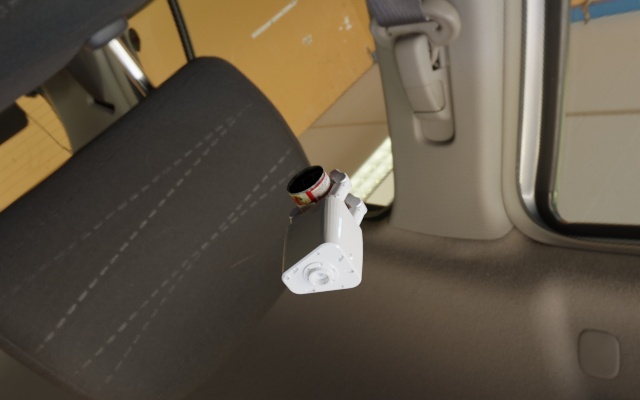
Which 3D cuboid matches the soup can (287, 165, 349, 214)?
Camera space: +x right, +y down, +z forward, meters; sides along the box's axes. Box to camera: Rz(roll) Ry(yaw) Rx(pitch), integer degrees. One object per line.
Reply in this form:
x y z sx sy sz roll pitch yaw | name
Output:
0.000 0.003 0.781 0.068 0.102 0.068 -25 31 16 | soup can
